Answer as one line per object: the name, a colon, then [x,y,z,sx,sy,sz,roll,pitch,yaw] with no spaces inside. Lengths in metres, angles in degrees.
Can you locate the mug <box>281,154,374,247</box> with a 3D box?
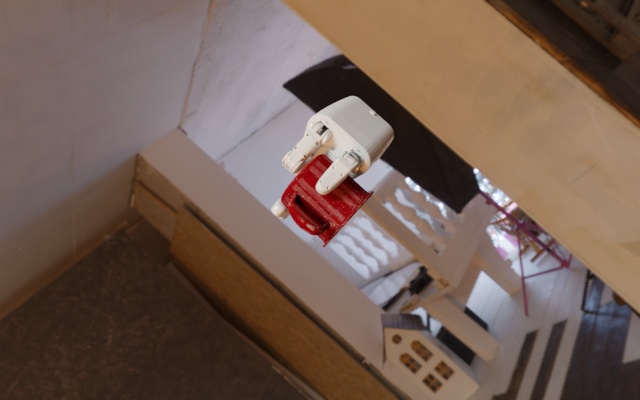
mug: [-0.001,0.002,0.583,0.093,0.081,0.117,-51,-4,37]
